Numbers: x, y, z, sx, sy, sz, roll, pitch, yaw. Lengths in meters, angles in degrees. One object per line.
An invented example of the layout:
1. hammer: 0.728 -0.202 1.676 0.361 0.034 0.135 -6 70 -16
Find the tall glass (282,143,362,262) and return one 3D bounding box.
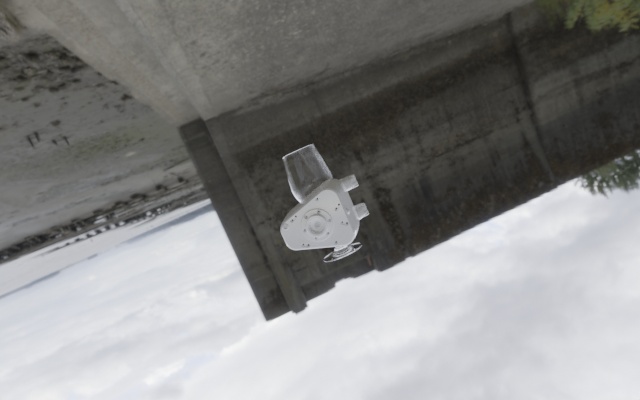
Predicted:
1. tall glass: 0.000 0.003 0.846 0.079 0.201 0.079 -23 5 2
